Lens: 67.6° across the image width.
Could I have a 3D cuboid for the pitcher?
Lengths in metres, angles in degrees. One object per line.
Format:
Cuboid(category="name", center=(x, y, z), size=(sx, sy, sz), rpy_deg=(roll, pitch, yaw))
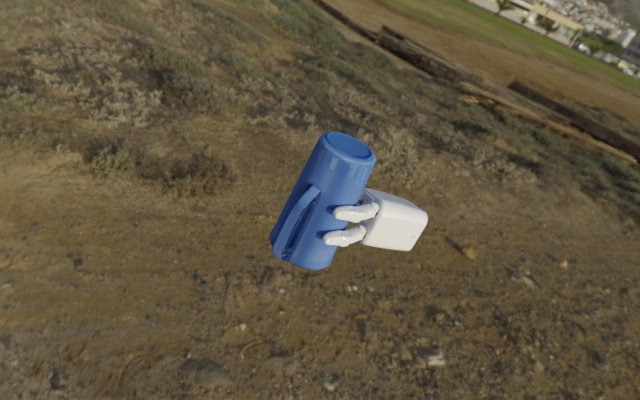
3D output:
Cuboid(category="pitcher", center=(0.000, 0.003, 0.880), size=(0.145, 0.243, 0.149), rpy_deg=(14, 30, -21))
